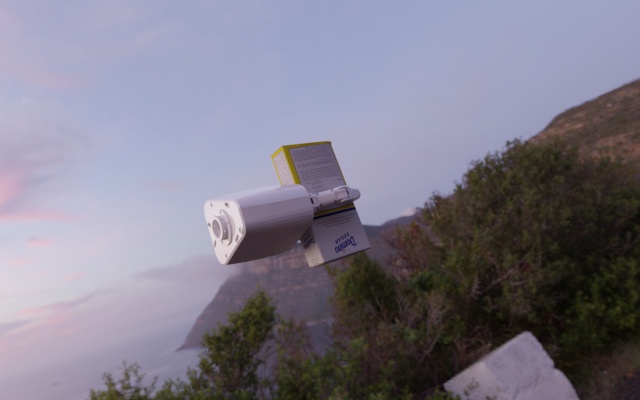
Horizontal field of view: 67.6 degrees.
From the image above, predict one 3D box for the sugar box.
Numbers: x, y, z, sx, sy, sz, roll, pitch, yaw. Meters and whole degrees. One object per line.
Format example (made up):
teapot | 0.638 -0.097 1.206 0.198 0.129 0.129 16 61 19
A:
sugar box | 0.000 0.002 0.699 0.093 0.176 0.048 -12 -10 -37
